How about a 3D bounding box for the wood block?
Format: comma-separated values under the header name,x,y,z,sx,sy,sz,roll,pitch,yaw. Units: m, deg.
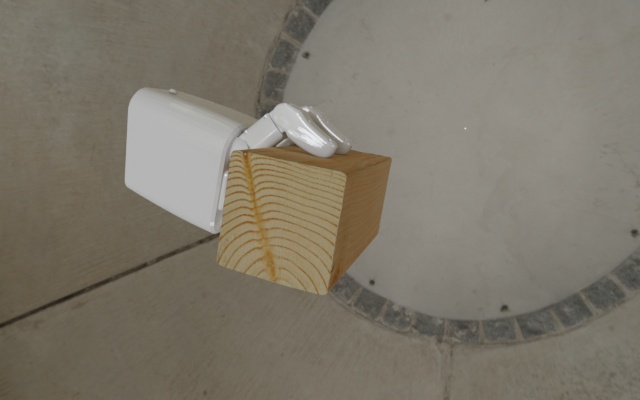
name,x,y,z,sx,sy,sz,roll,pitch,yaw
wood block,0.000,0.002,0.434,0.090,0.091,0.206,13,12,15
